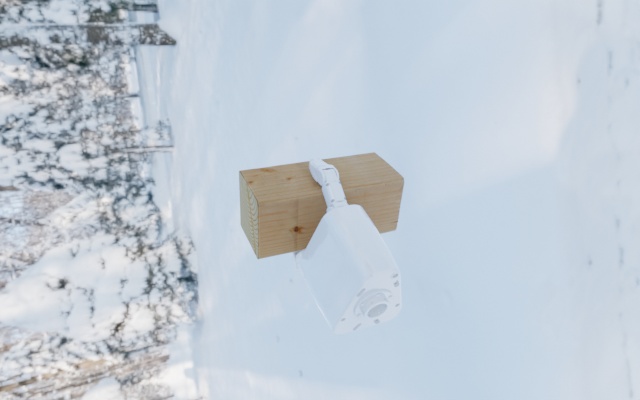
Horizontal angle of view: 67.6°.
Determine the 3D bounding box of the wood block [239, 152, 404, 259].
[{"bbox_3d":[0.000,0.002,0.661,0.206,0.091,0.090,-10,34,-21],"label":"wood block"}]
